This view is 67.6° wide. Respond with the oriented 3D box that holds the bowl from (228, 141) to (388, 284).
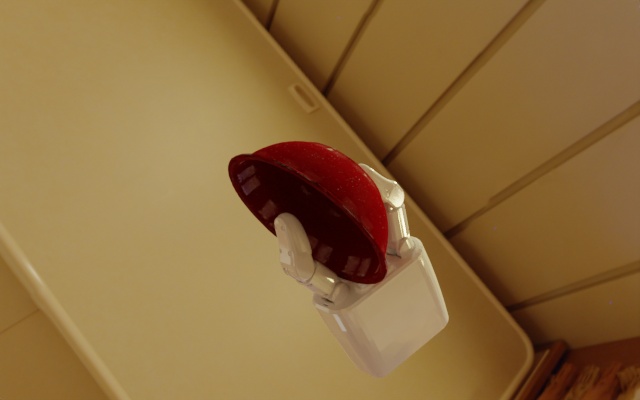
[{"bbox_3d":[0.000,0.000,0.411,0.162,0.055,0.162,31,-23,15],"label":"bowl"}]
